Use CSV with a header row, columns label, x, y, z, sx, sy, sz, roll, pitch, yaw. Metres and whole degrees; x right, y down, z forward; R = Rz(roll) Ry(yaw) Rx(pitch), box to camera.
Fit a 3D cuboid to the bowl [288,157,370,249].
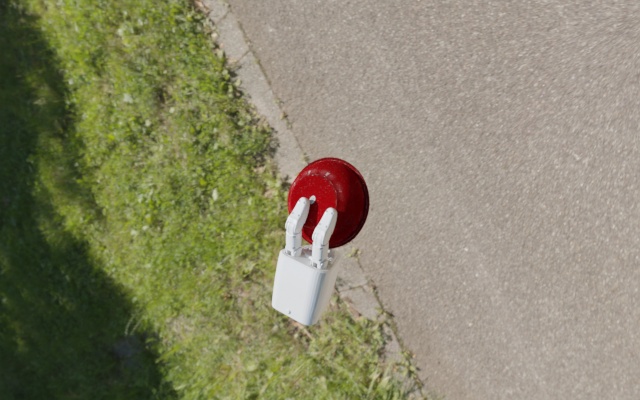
label,x,y,z,sx,sy,sz,roll,pitch,yaw
bowl,0.000,0.001,0.818,0.162,0.162,0.055,0,-3,29
